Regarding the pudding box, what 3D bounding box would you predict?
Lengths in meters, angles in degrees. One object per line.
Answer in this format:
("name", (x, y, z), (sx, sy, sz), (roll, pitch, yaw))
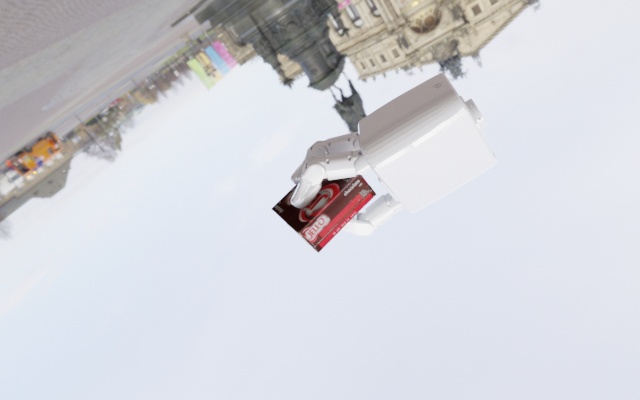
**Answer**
("pudding box", (0.000, 0.002, 0.539), (0.090, 0.039, 0.113), (-44, 21, -7))
